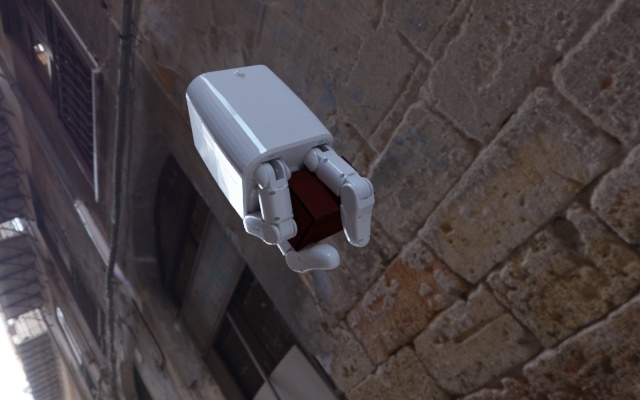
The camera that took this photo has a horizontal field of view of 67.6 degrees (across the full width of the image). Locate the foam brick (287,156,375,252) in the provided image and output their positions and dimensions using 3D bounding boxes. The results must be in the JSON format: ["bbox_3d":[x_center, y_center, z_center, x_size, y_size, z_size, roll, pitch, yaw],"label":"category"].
[{"bbox_3d":[0.000,0.001,0.440,0.078,0.051,0.053,-22,-27,-38],"label":"foam brick"}]
